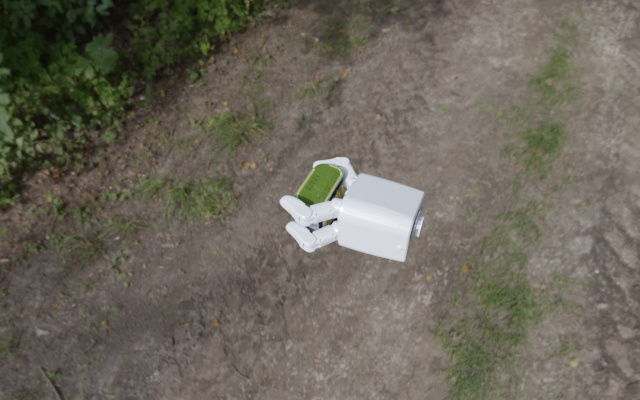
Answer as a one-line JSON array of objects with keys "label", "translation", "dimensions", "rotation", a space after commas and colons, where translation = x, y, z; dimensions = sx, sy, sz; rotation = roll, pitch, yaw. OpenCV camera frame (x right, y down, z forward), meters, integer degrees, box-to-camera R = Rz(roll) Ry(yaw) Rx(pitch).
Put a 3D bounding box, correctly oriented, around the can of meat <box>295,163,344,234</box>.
[{"label": "can of meat", "translation": [0.000, 0.002, 0.762], "dimensions": [0.057, 0.102, 0.084], "rotation": [18, -37, 17]}]
